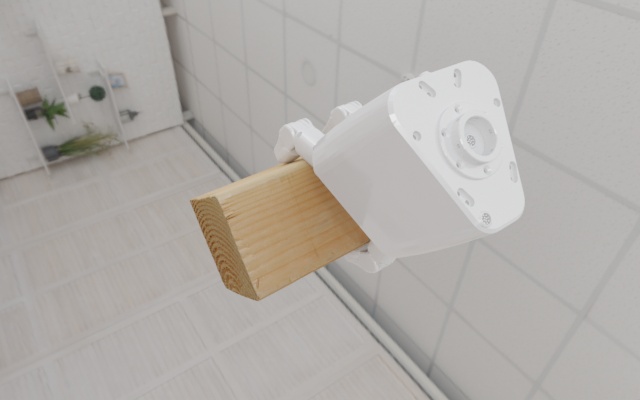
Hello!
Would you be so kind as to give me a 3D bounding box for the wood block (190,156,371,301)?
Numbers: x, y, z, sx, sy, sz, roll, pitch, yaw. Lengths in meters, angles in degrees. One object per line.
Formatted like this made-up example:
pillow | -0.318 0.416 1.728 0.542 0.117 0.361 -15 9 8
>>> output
wood block | 0.000 0.002 0.444 0.206 0.091 0.090 -24 9 -27
